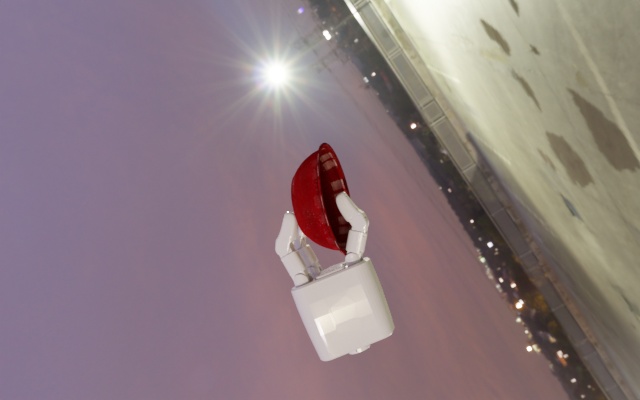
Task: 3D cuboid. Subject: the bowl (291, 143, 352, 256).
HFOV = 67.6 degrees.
[{"bbox_3d":[0.000,0.001,0.678,0.055,0.162,0.162,-12,-3,16],"label":"bowl"}]
